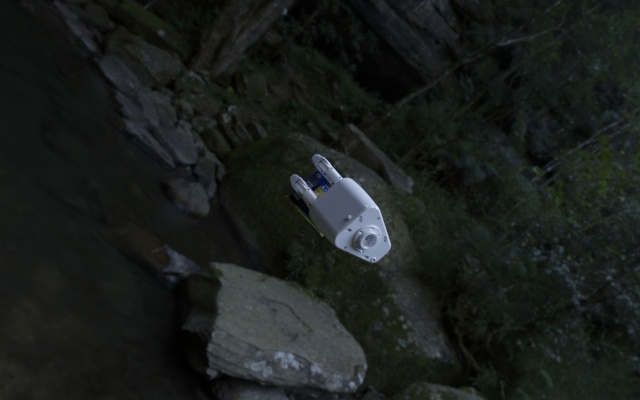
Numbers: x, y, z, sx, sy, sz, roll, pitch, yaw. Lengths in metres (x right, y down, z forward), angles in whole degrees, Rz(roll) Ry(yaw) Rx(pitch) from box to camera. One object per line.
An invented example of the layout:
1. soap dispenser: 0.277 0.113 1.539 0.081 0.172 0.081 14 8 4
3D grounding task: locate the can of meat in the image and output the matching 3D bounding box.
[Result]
1. can of meat: 0.000 0.003 0.892 0.102 0.084 0.057 47 2 -31
